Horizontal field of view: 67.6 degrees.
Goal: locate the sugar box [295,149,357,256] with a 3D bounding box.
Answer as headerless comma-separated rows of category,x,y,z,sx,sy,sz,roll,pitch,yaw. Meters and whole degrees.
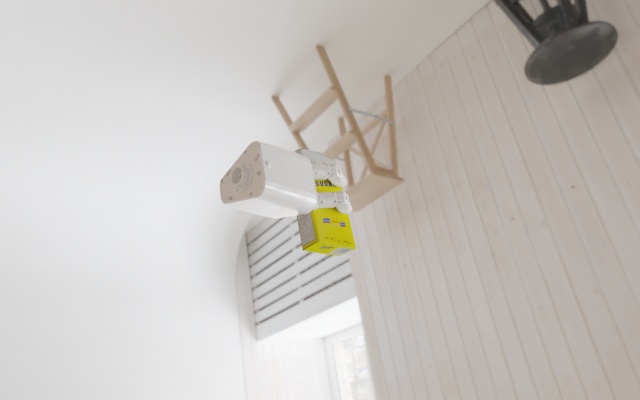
sugar box,0.000,0.002,0.807,0.048,0.176,0.093,-30,-31,36
